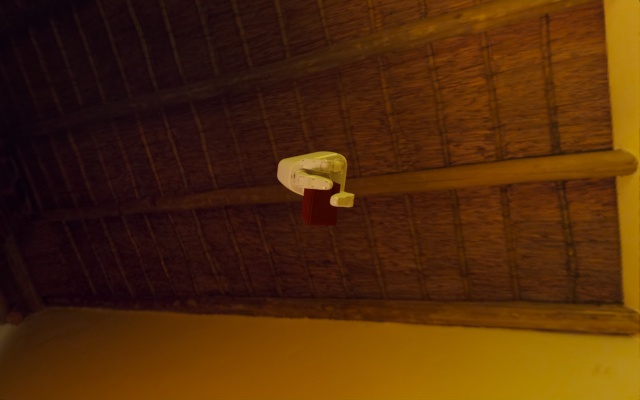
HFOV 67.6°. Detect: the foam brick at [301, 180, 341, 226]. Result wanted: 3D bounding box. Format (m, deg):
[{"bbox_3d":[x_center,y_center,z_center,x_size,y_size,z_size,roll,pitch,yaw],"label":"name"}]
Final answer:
[{"bbox_3d":[0.000,0.003,0.854,0.053,0.078,0.051,4,8,-20],"label":"foam brick"}]
